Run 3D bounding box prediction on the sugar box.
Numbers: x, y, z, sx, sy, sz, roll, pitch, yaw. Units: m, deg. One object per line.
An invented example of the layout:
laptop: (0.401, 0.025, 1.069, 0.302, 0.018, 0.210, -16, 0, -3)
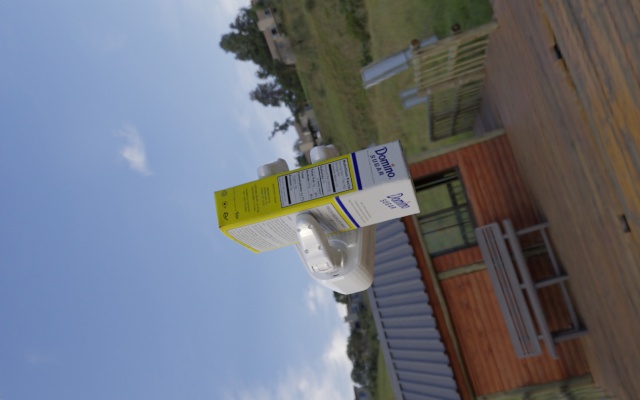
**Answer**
sugar box: (0.000, 0.001, 0.452, 0.176, 0.048, 0.093, -17, -23, 10)
